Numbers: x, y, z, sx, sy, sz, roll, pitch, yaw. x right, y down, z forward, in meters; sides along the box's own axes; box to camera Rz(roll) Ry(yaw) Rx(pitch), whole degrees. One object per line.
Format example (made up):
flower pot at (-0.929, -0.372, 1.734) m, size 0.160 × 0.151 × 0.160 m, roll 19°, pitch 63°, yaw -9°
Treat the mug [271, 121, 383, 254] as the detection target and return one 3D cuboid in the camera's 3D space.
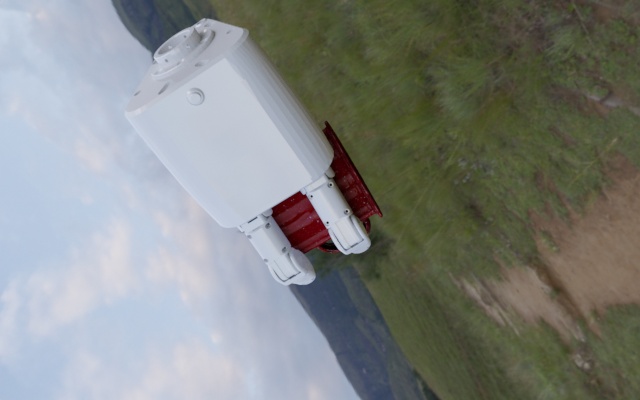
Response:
mug at (0.001, 0.002, 0.411) m, size 0.081 × 0.117 × 0.093 m, roll -31°, pitch 36°, yaw 7°
